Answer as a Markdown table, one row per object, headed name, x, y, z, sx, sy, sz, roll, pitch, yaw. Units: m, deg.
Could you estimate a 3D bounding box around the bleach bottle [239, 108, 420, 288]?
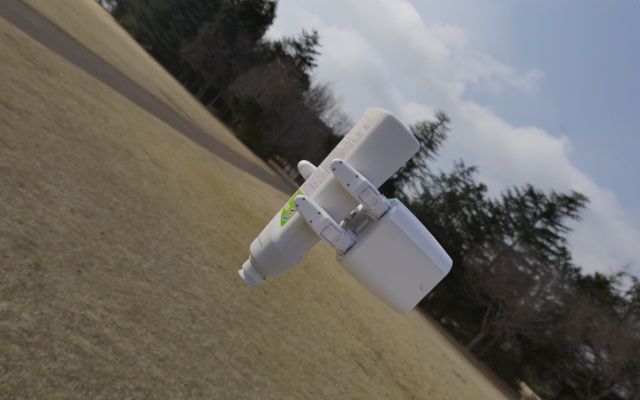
| name | x | y | z | sx | sy | sz | roll | pitch | yaw |
| --- | --- | --- | --- | --- | --- | --- | --- | --- | --- |
| bleach bottle | 0.000 | 0.002 | 0.565 | 0.068 | 0.251 | 0.102 | 44 | 3 | -14 |
